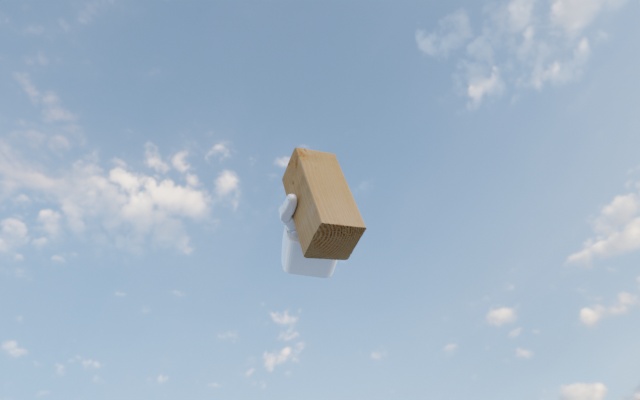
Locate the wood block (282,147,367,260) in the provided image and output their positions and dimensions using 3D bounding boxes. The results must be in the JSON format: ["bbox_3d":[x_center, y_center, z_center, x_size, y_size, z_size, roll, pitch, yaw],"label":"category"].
[{"bbox_3d":[0.000,0.003,0.894,0.091,0.090,0.206,6,41,-25],"label":"wood block"}]
